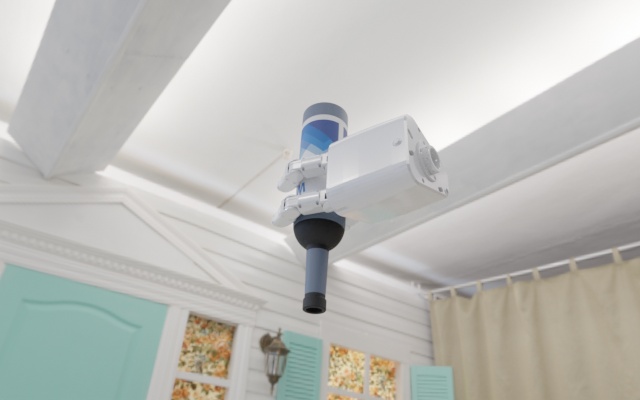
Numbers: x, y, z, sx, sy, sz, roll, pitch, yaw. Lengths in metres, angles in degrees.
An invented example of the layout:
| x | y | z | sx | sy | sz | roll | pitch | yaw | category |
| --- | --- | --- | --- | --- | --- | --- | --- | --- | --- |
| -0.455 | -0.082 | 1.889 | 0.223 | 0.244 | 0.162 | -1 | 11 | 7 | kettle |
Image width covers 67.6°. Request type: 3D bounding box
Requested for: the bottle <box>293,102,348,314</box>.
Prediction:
| x | y | z | sx | sy | sz | roll | pitch | yaw | category |
| --- | --- | --- | --- | --- | --- | --- | --- | --- | --- |
| 0.000 | 0.002 | 0.625 | 0.069 | 0.295 | 0.069 | 2 | -32 | 2 | bottle |
